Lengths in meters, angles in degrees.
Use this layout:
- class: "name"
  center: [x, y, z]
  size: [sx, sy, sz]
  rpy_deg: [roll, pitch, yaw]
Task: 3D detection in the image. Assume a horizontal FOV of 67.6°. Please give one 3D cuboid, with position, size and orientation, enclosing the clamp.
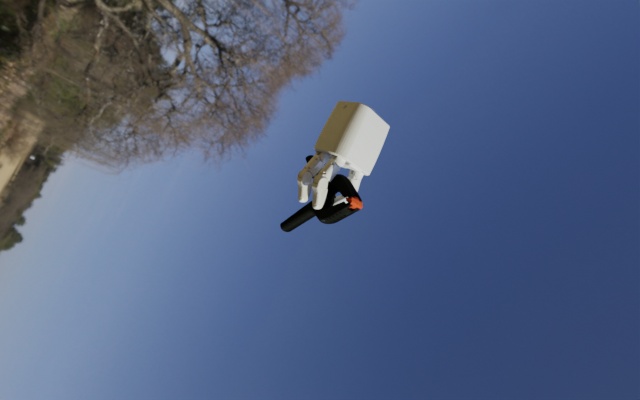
- class: "clamp"
  center: [0.001, 0.003, 0.898]
  size: [0.036, 0.164, 0.210]
  rpy_deg: [24, -1, -34]
